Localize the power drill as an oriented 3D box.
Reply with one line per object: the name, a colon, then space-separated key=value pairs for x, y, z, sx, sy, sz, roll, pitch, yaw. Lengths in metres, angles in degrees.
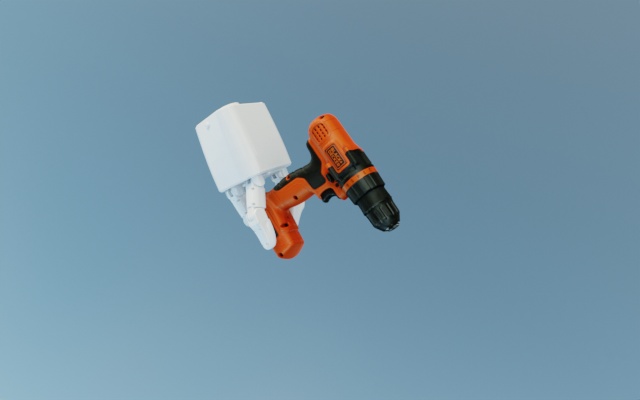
power drill: x=0.000 y=0.002 z=0.669 sx=0.188 sy=0.184 sz=0.057 roll=-40 pitch=-18 yaw=24
